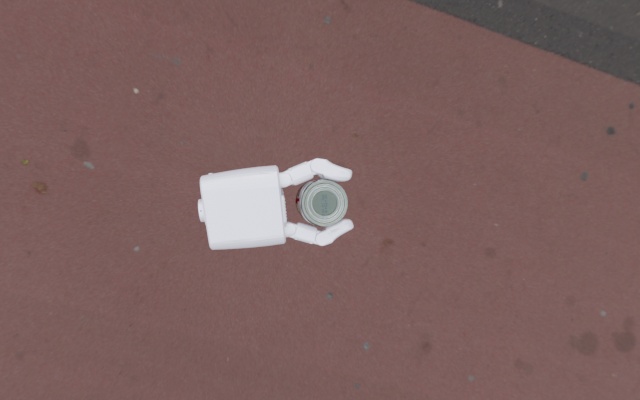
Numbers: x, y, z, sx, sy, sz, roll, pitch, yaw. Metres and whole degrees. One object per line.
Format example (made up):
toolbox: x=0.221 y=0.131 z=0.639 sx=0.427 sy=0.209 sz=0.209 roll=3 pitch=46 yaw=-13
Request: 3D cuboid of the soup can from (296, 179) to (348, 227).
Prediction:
soup can: x=0.001 y=0.002 z=0.703 sx=0.068 sy=0.068 sz=0.102 roll=0 pitch=1 yaw=-6
